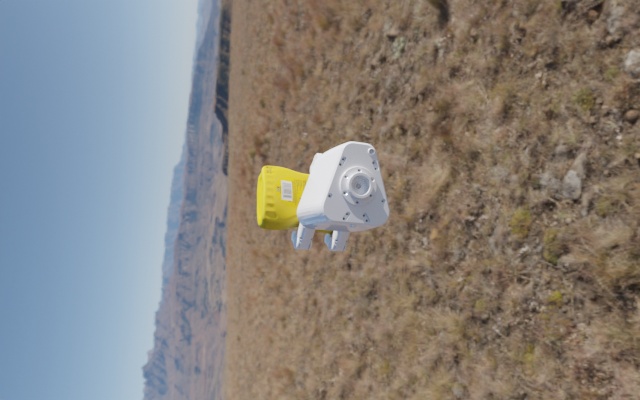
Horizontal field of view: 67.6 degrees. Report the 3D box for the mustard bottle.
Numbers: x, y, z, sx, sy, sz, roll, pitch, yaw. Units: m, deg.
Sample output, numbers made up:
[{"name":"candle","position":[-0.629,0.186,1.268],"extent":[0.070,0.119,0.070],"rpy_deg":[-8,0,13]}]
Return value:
[{"name":"mustard bottle","position":[0.000,0.002,0.740],"extent":[0.191,0.096,0.058],"rpy_deg":[5,-30,-17]}]
